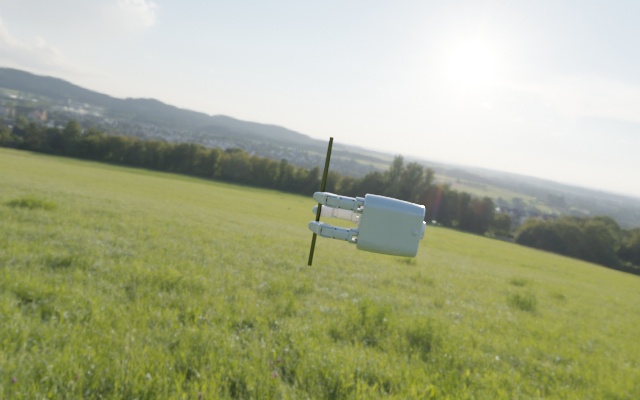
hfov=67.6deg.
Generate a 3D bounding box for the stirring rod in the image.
[{"bbox_3d":[0.000,0.003,0.877,0.011,0.239,0.011,10,6,-1],"label":"stirring rod"}]
